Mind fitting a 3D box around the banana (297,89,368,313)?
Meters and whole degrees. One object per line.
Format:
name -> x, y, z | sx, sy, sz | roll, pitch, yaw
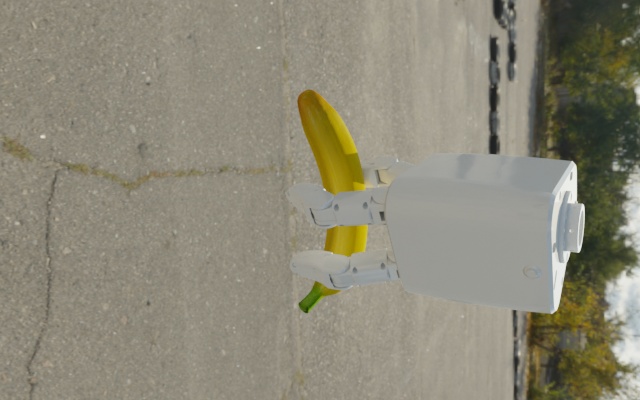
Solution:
banana -> 0.013, 0.002, 0.427 | 0.037, 0.198, 0.069 | 10, 16, 42
